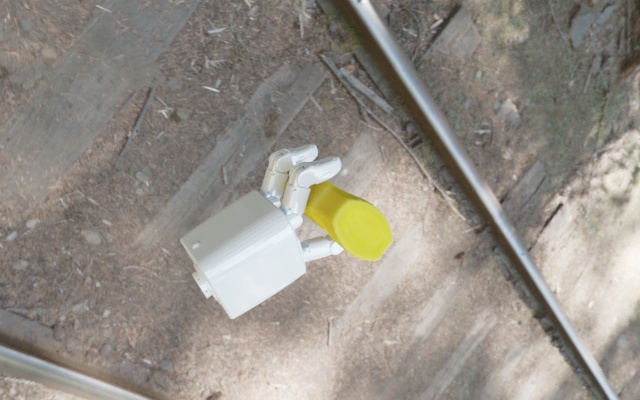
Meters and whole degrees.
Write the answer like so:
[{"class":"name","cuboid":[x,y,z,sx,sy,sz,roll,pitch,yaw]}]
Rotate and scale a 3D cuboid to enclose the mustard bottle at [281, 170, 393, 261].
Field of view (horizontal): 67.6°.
[{"class":"mustard bottle","cuboid":[0.000,0.002,0.585,0.096,0.058,0.191,39,-3,-38]}]
